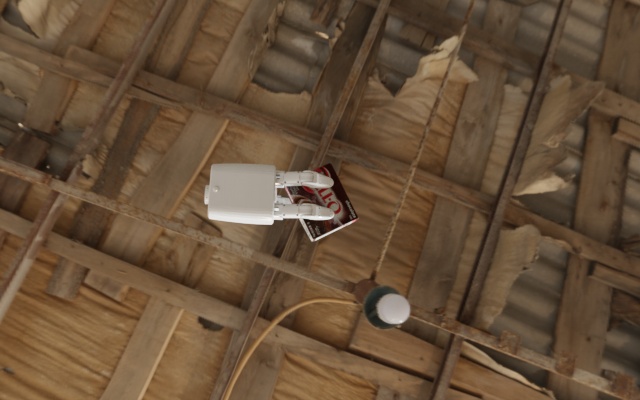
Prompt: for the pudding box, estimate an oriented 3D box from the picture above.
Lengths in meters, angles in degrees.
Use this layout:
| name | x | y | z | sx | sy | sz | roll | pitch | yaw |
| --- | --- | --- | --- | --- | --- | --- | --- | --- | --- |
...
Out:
| name | x | y | z | sx | sy | sz | roll | pitch | yaw |
| --- | --- | --- | --- | --- | --- | --- | --- | --- | --- |
| pudding box | 0.000 | 0.003 | 0.828 | 0.090 | 0.113 | 0.039 | -25 | -5 | -13 |
